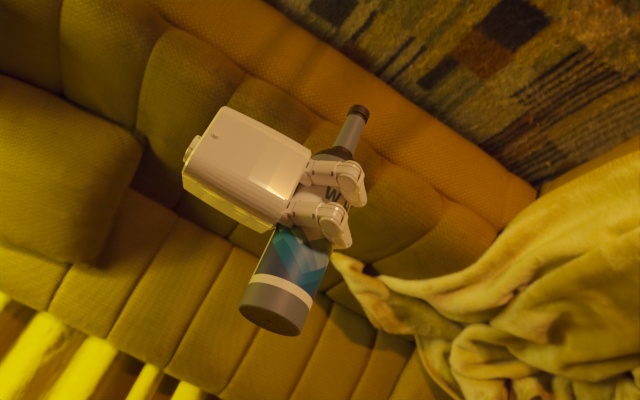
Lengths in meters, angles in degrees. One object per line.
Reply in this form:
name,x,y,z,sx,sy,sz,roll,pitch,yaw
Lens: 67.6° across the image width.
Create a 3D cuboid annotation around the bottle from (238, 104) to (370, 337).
bottle,0.000,0.002,0.538,0.069,0.295,0.069,17,-32,11
